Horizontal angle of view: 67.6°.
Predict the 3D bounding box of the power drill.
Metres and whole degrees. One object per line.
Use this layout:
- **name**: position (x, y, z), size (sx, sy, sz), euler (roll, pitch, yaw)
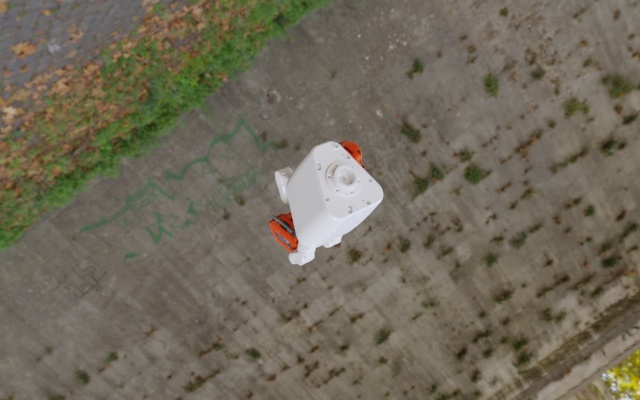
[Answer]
- **power drill**: position (0.000, 0.003, 0.799), size (0.057, 0.187, 0.184), euler (37, -14, 15)
